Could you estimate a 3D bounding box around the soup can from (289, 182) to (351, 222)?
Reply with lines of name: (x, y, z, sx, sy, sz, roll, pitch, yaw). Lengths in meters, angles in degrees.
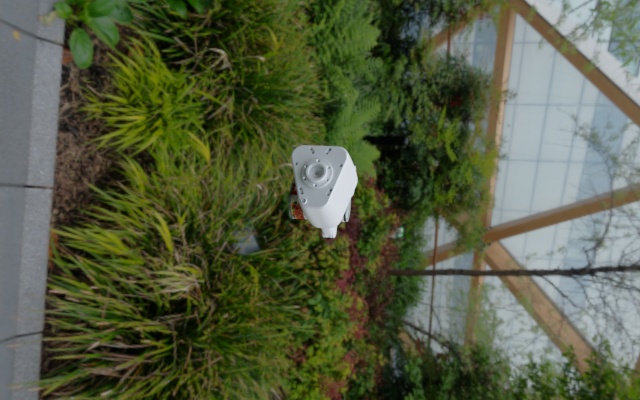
soup can: (0.000, 0.003, 0.864, 0.102, 0.068, 0.068, 3, 1, 11)
